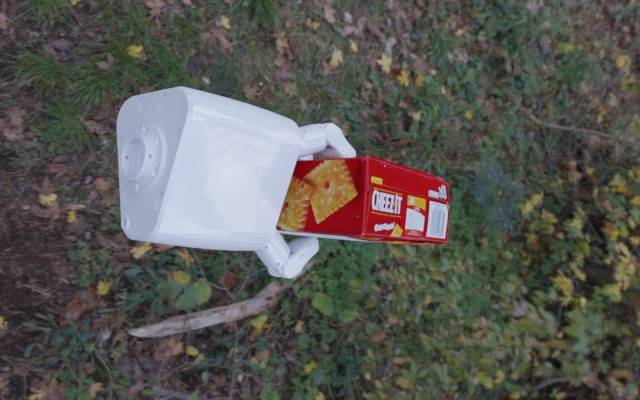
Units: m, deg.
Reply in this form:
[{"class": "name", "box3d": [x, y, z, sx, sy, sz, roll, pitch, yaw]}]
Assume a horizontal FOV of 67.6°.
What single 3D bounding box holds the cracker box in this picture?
[{"class": "cracker box", "box3d": [0.000, 0.002, 0.489, 0.213, 0.072, 0.164, 2, -5, 38]}]
